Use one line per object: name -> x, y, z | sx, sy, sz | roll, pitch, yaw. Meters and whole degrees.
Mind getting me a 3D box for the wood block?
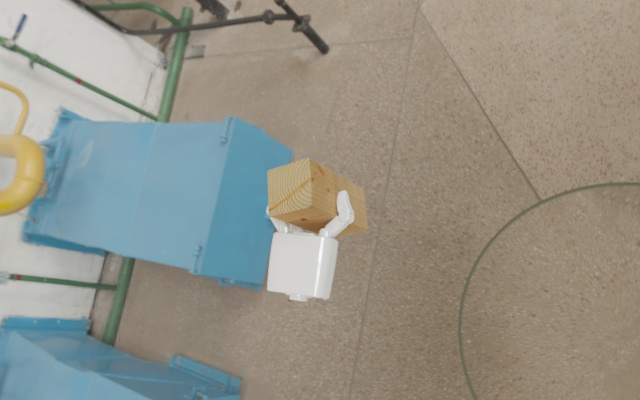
wood block -> 0.000, 0.003, 0.893 | 0.091, 0.090, 0.206 | -14, -21, 29
